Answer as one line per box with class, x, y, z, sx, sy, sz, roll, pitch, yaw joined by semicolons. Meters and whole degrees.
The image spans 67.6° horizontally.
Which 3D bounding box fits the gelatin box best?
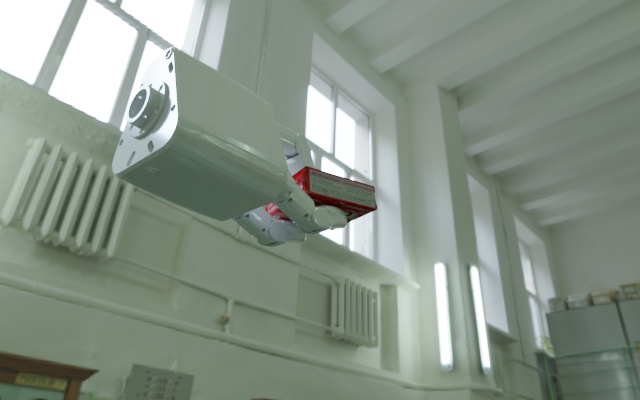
gelatin box;0.000;0.001;0.484;0.089;0.030;0.073;13;-28;-35
